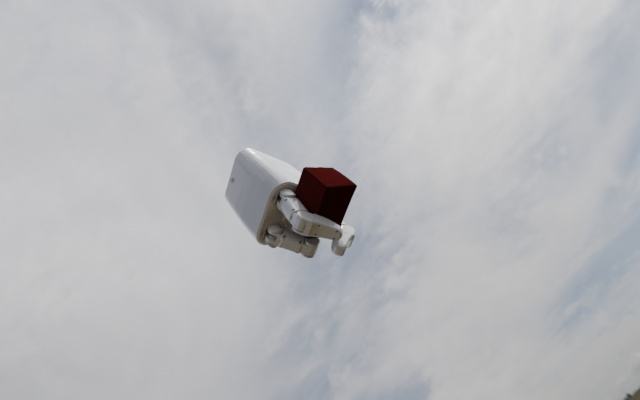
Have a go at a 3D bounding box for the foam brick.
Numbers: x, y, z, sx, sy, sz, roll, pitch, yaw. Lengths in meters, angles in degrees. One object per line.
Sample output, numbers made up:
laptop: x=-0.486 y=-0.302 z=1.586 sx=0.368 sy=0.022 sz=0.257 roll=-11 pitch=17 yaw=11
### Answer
foam brick: x=0.000 y=0.002 z=0.605 sx=0.053 sy=0.078 sz=0.051 roll=-2 pitch=34 yaw=-41
